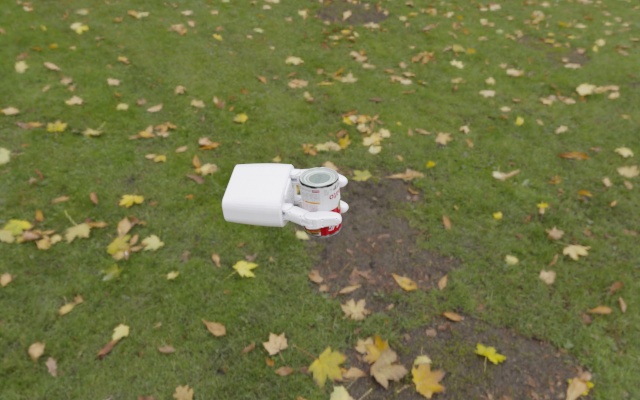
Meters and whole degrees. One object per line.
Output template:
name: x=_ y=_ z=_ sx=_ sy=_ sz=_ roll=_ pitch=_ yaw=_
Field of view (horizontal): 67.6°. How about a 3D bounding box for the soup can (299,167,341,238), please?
soup can: x=0.001 y=0.002 z=0.813 sx=0.068 sy=0.102 sz=0.068 roll=-3 pitch=32 yaw=2
